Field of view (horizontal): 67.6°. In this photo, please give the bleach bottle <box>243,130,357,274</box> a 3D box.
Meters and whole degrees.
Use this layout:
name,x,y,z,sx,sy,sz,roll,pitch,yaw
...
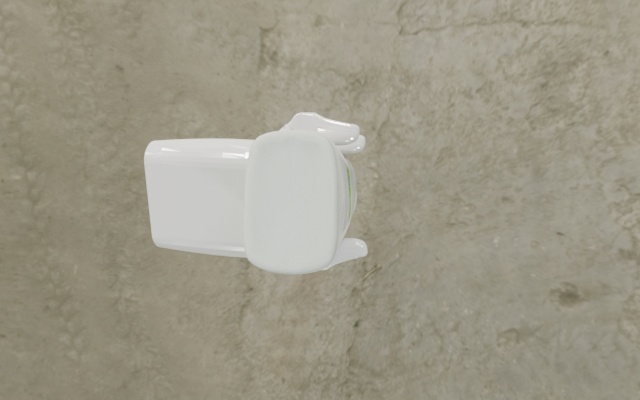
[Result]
name,x,y,z,sx,sy,sz,roll,pitch,yaw
bleach bottle,0.000,0.001,0.443,0.068,0.102,0.251,2,-1,10
